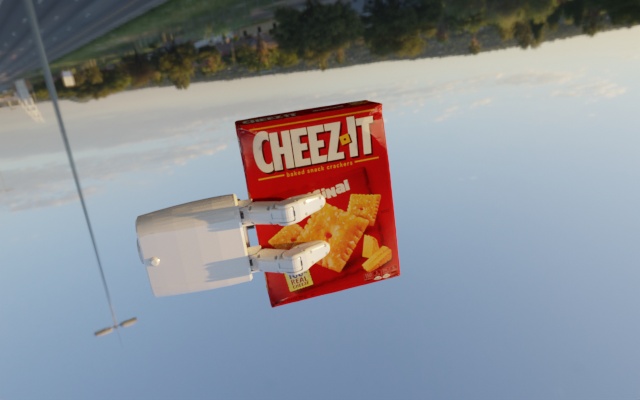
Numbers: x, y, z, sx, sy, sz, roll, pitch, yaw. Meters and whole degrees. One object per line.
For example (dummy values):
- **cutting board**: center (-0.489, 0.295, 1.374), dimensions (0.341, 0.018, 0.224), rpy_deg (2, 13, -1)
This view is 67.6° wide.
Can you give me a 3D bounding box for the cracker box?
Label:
- **cracker box**: center (0.000, 0.002, 0.561), dimensions (0.164, 0.214, 0.072), rpy_deg (-11, 16, -10)
